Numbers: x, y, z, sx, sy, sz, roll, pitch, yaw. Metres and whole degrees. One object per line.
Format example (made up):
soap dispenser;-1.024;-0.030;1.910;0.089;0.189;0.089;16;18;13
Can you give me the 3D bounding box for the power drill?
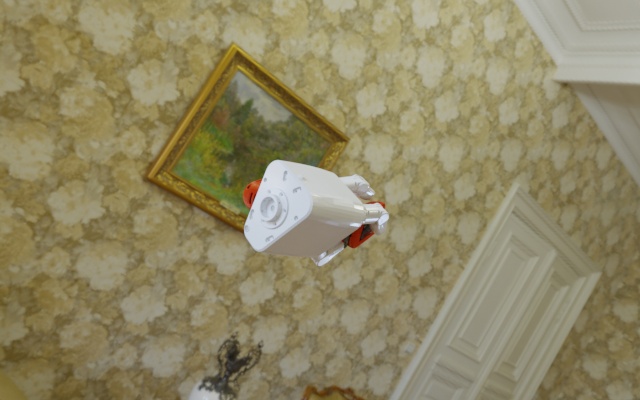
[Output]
power drill;0.000;0.003;0.741;0.187;0.057;0.184;20;22;22
